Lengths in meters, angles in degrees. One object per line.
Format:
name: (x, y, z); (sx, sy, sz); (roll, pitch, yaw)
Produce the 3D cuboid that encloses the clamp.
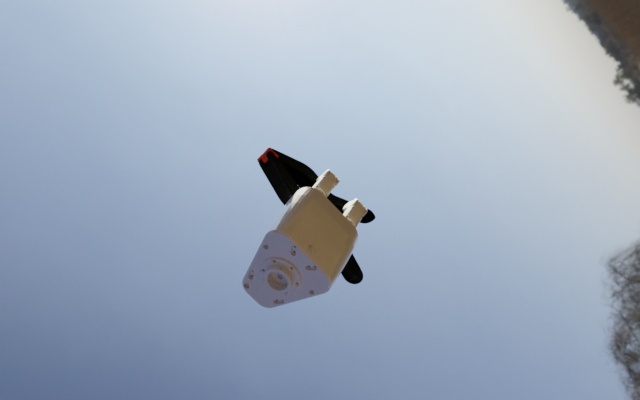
clamp: (-0.001, 0.002, 0.678); (0.036, 0.210, 0.164); (-40, 8, 29)
